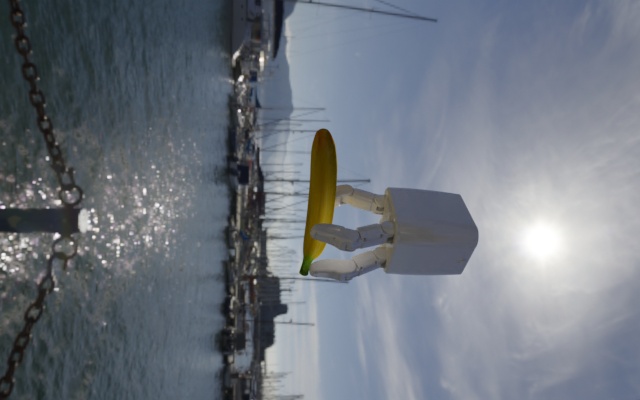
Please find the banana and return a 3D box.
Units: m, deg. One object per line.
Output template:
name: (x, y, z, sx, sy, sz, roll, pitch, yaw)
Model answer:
banana: (0.001, -0.002, 0.613, 0.037, 0.198, 0.069, 6, 23, 1)
